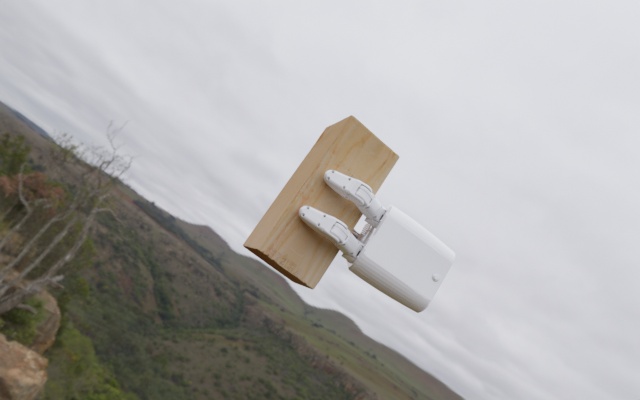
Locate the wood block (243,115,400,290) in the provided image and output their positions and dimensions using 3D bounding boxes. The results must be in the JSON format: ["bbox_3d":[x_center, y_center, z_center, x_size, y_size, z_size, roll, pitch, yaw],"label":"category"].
[{"bbox_3d":[0.000,0.002,0.629,0.090,0.206,0.091,38,-15,-15],"label":"wood block"}]
